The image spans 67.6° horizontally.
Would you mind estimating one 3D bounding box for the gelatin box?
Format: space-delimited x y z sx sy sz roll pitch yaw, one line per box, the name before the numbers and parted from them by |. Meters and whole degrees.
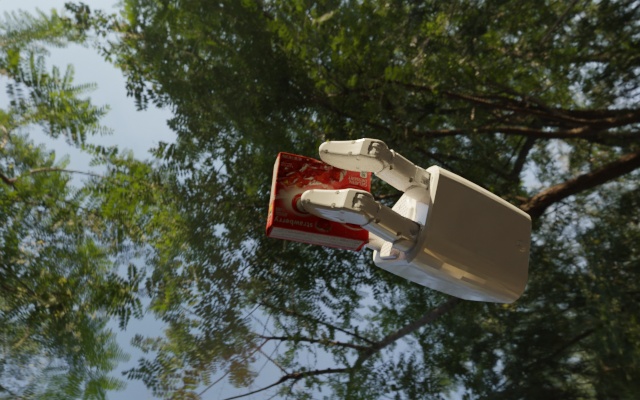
gelatin box | 0.000 0.002 0.428 0.089 0.073 0.030 10 -27 -11
